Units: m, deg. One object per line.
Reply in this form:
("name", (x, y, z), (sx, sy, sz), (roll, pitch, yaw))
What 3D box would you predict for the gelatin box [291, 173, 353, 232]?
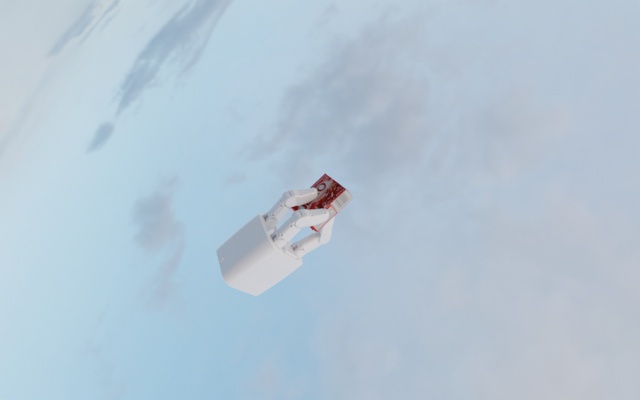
("gelatin box", (0.001, 0.003, 0.827), (0.073, 0.089, 0.030), (40, -9, 51))
